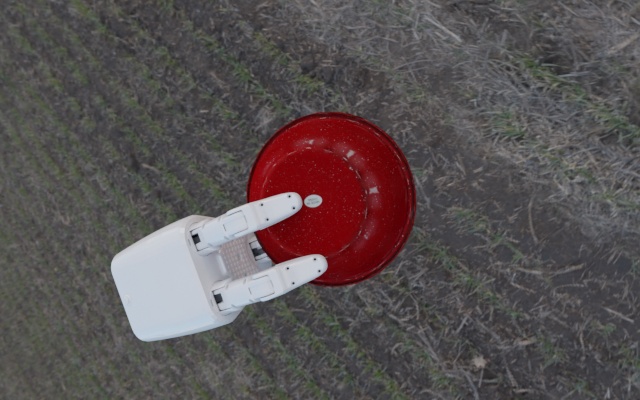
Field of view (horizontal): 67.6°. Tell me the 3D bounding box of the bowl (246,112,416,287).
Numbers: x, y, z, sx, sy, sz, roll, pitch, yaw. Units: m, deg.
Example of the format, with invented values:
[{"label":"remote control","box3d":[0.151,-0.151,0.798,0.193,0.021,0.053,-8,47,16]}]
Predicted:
[{"label":"bowl","box3d":[0.001,0.001,0.415,0.162,0.162,0.055,0,3,15]}]
